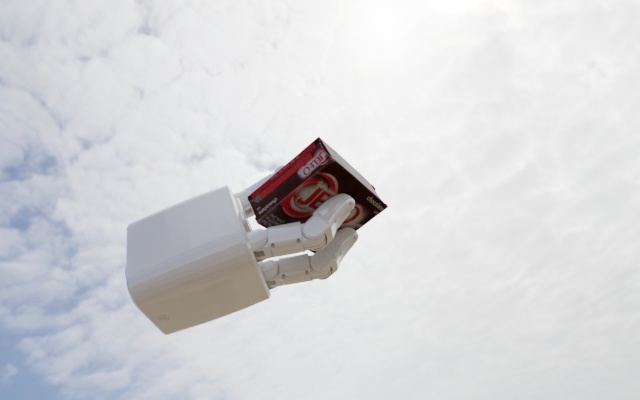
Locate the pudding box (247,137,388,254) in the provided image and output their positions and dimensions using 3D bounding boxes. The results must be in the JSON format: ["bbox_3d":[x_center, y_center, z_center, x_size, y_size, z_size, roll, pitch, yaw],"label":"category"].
[{"bbox_3d":[0.000,0.001,0.460,0.090,0.039,0.113,-38,-36,14],"label":"pudding box"}]
